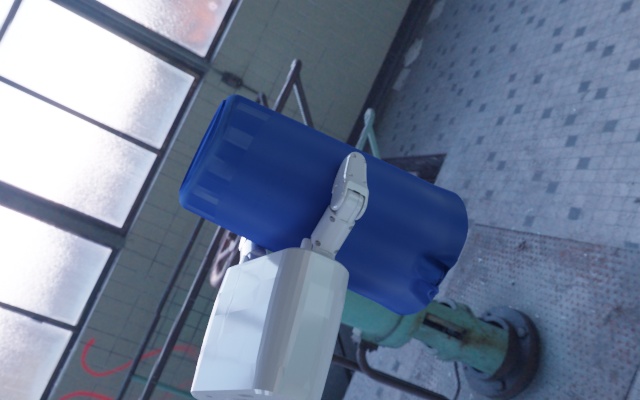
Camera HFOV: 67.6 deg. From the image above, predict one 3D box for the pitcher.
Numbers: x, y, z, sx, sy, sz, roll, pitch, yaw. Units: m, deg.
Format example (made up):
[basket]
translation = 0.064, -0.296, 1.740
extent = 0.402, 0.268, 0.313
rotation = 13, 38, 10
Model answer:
[pitcher]
translation = 0.000, 0.002, 0.452
extent = 0.243, 0.145, 0.149
rotation = 26, -35, -18
